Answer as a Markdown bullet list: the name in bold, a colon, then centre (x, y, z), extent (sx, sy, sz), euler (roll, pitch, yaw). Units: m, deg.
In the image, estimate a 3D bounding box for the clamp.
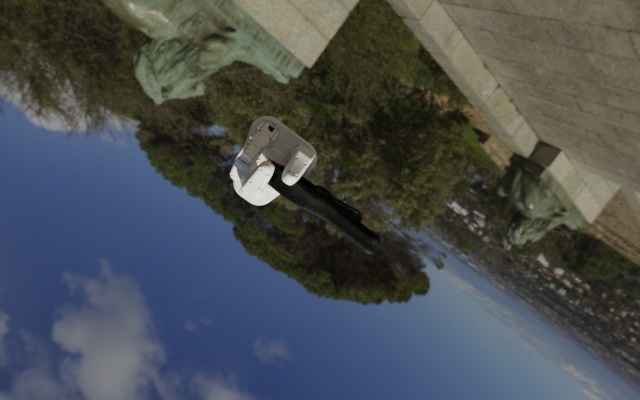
- **clamp**: centre (0.000, 0.002, 0.615), extent (0.171, 0.039, 0.120), euler (36, 3, -7)
